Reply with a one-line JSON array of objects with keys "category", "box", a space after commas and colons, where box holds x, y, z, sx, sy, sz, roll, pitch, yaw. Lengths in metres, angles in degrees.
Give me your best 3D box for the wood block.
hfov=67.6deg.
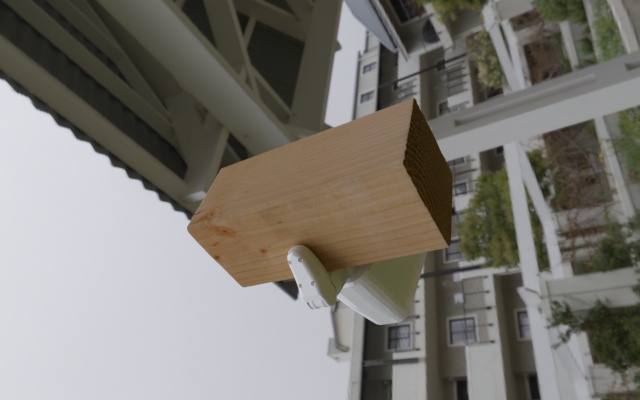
[{"category": "wood block", "box": [0.000, 0.002, 0.419, 0.206, 0.090, 0.090, -16, 36, 29]}]
